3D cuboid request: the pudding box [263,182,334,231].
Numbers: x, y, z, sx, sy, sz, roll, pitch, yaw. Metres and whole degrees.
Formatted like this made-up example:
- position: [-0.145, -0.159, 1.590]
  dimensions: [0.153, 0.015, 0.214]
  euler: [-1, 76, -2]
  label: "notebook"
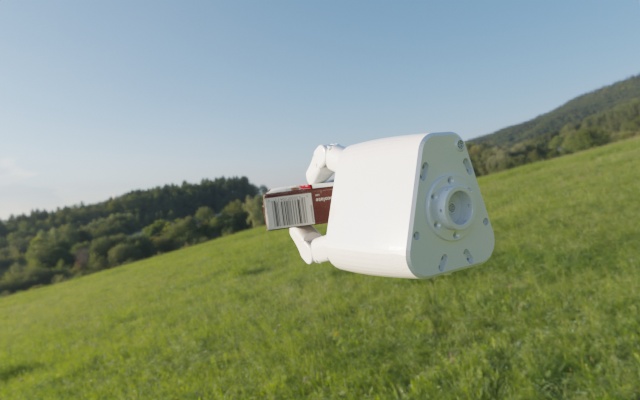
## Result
- position: [0.000, 0.001, 0.493]
  dimensions: [0.113, 0.039, 0.090]
  euler: [-5, 4, -2]
  label: "pudding box"
